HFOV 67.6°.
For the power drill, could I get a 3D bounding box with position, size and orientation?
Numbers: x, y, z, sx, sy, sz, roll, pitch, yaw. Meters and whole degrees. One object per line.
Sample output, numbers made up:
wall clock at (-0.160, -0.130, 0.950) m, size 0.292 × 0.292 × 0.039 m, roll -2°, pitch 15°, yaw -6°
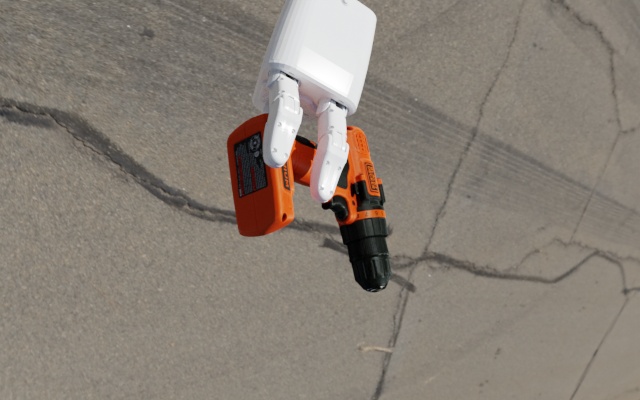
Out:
power drill at (0.000, 0.001, 0.468) m, size 0.057 × 0.184 × 0.188 m, roll -22°, pitch -18°, yaw 33°
